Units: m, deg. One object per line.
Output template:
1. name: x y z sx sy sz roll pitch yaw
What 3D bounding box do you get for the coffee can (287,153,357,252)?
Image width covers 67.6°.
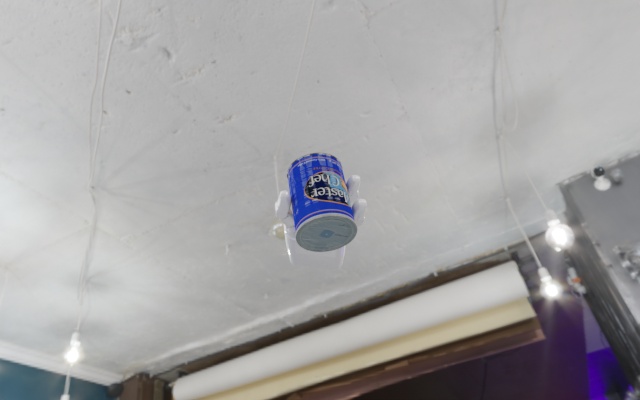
1. coffee can: 0.000 0.003 0.824 0.103 0.140 0.103 -7 -38 -5
